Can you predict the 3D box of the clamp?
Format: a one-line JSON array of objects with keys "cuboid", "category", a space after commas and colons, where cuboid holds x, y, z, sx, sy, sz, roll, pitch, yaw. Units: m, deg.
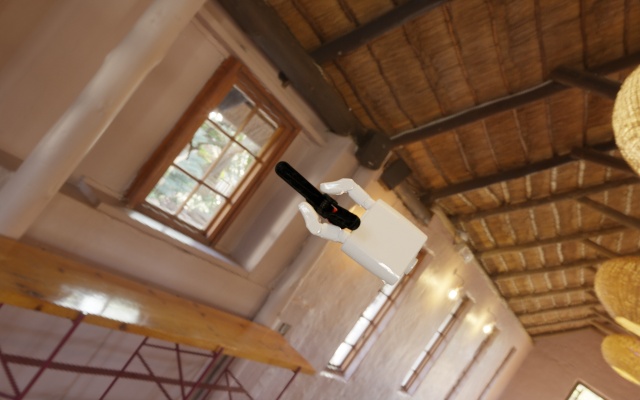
[{"cuboid": [0.001, 0.002, 0.824, 0.164, 0.036, 0.210, 39, -3, 8], "category": "clamp"}]
